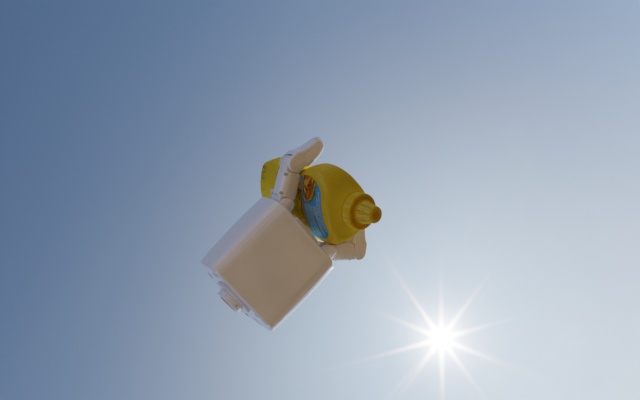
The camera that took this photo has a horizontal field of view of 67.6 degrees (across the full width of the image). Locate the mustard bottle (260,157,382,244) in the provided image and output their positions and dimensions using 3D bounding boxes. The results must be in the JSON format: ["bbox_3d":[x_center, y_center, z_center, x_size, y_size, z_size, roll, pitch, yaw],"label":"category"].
[{"bbox_3d":[0.000,0.002,0.576,0.058,0.096,0.191,-22,21,-33],"label":"mustard bottle"}]
